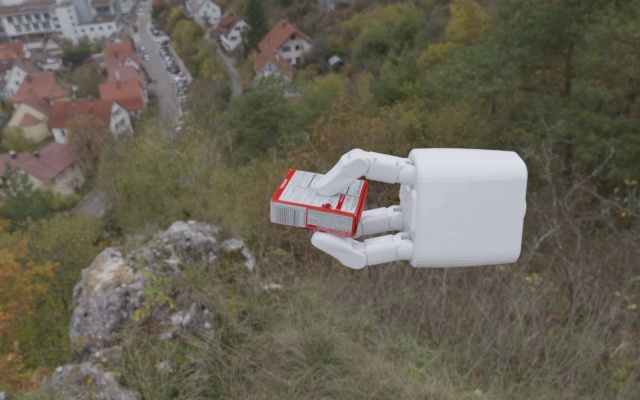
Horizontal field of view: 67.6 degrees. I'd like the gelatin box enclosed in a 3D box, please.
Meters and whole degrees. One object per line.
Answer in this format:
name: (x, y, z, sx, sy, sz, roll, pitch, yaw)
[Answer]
gelatin box: (0.000, 0.001, 0.494, 0.089, 0.030, 0.073, 10, 31, 9)
